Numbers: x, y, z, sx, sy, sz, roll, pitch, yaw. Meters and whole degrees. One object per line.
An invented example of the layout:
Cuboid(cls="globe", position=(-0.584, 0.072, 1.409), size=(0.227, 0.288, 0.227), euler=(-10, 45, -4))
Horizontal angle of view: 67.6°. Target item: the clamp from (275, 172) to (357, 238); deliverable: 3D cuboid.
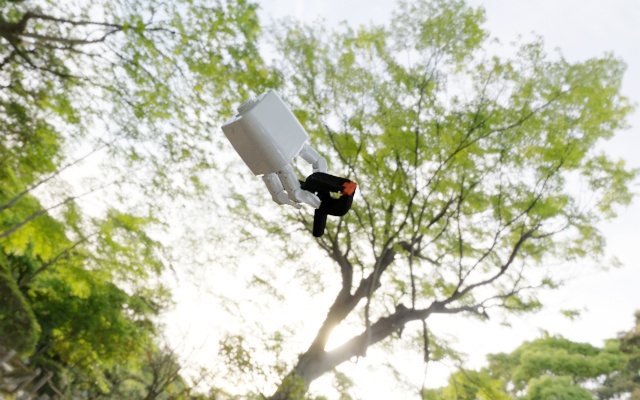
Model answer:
Cuboid(cls="clamp", position=(0.001, 0.002, 0.867), size=(0.210, 0.165, 0.036), euler=(-7, 37, 53))
